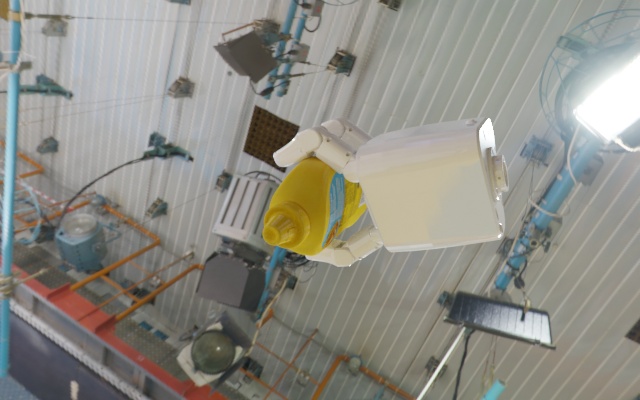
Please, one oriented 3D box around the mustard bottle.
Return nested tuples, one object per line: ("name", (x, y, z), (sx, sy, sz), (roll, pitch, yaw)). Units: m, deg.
("mustard bottle", (0.000, 0.001, 0.476), (0.058, 0.096, 0.191), (18, 24, 20))
